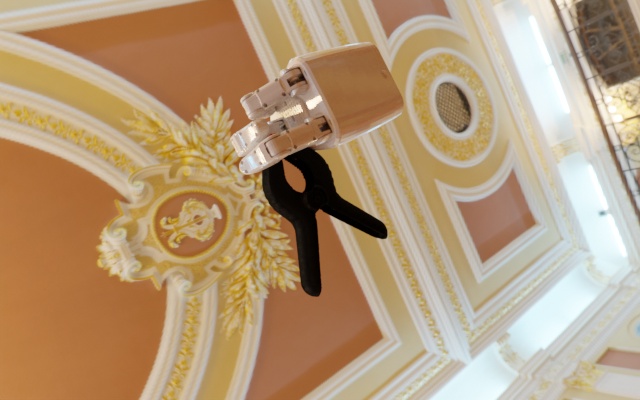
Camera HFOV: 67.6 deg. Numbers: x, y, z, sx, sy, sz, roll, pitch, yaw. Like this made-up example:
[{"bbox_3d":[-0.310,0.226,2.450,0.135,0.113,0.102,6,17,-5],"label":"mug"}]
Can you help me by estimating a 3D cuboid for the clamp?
[{"bbox_3d":[0.000,0.002,0.511,0.120,0.171,0.039,-27,5,-34],"label":"clamp"}]
